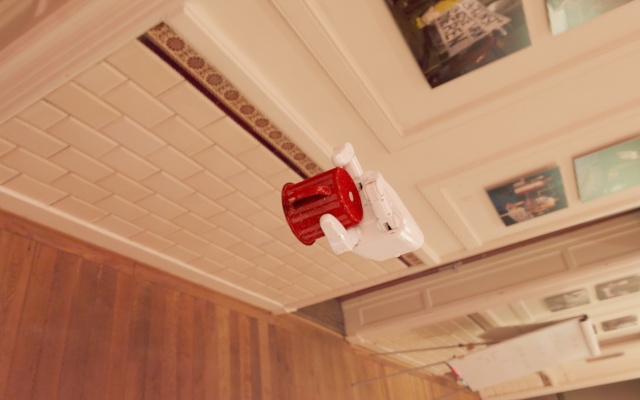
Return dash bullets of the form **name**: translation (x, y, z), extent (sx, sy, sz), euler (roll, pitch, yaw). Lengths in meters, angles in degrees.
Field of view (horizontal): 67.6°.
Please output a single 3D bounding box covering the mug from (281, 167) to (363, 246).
- **mug**: translation (0.000, 0.002, 0.634), extent (0.081, 0.093, 0.117), euler (-21, -24, 21)
